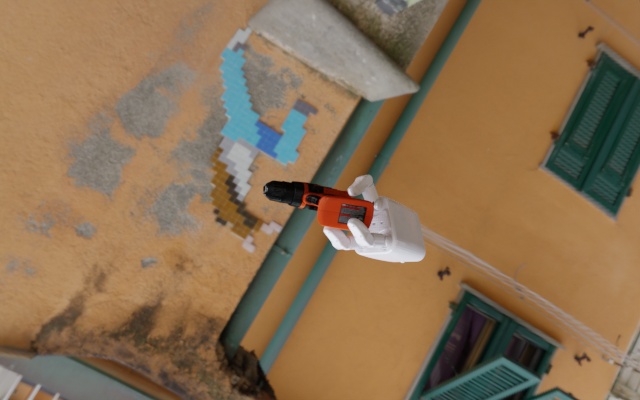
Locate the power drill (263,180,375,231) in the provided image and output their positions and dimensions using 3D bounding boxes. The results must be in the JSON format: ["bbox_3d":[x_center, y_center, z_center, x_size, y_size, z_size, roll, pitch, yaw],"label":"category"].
[{"bbox_3d":[0.001,0.003,0.884,0.184,0.057,0.187,7,10,-23],"label":"power drill"}]
